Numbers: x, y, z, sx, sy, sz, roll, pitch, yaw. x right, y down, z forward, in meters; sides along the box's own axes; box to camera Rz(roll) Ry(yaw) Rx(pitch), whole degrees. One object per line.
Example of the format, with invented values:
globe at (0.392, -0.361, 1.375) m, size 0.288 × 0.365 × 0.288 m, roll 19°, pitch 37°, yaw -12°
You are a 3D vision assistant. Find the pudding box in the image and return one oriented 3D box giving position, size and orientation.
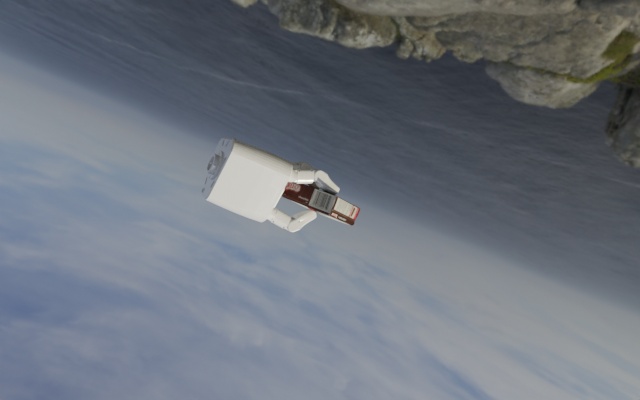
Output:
pudding box at (0.000, 0.003, 0.841) m, size 0.113 × 0.039 × 0.090 m, roll 23°, pitch -1°, yaw 34°
